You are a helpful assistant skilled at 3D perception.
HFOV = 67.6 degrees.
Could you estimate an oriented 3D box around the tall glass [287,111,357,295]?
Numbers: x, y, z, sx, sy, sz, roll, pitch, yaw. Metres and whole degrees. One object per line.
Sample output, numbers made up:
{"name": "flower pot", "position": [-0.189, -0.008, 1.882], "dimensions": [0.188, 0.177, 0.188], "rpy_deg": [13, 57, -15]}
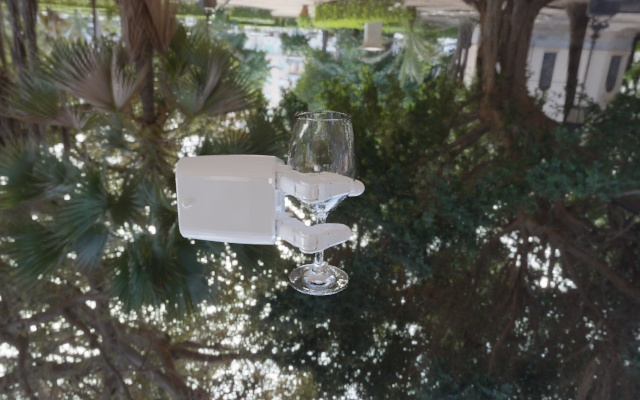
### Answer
{"name": "tall glass", "position": [0.000, 0.002, 0.548], "dimensions": [0.079, 0.201, 0.079], "rpy_deg": [2, 19, -1]}
